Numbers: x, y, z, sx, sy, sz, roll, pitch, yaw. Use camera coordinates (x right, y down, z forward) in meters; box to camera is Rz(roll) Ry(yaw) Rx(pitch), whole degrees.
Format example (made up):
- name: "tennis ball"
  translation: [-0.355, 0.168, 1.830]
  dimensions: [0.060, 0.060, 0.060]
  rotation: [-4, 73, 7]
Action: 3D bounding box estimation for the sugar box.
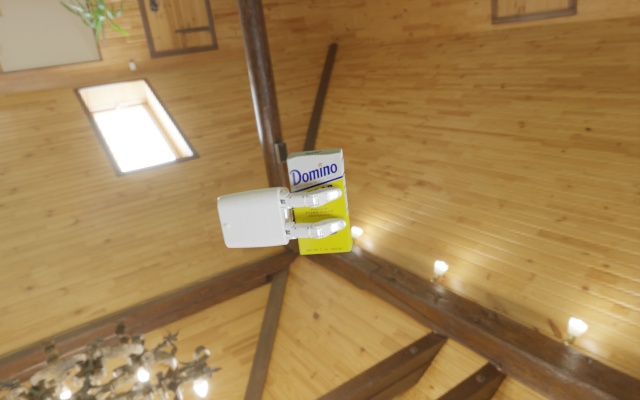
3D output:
- name: "sugar box"
  translation: [0.000, 0.003, 0.823]
  dimensions: [0.093, 0.176, 0.048]
  rotation: [-6, 19, 8]
